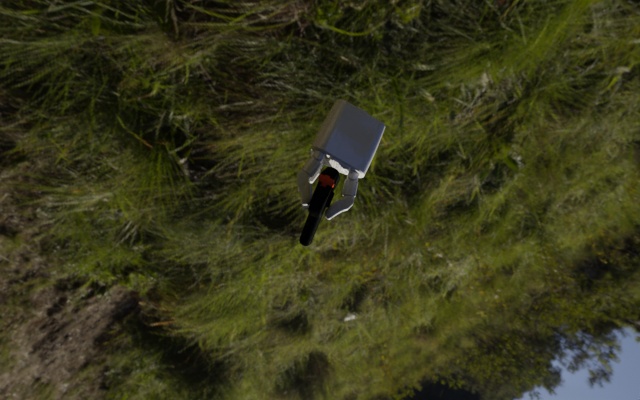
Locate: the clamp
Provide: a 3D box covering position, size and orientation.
[{"bbox_3d":[0.001,0.003,0.881,0.036,0.164,0.210,23,-9,3],"label":"clamp"}]
